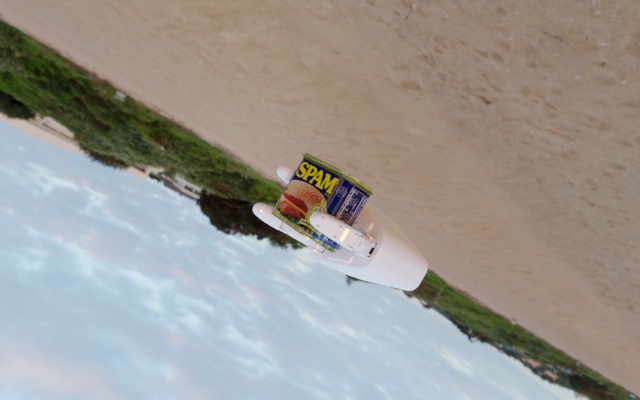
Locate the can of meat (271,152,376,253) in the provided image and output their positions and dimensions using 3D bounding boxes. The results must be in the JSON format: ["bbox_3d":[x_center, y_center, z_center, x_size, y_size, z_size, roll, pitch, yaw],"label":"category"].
[{"bbox_3d":[0.000,0.002,0.555,0.057,0.084,0.102,31,0,-44],"label":"can of meat"}]
